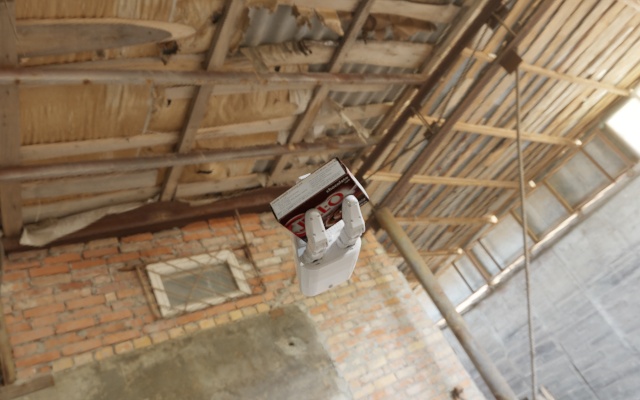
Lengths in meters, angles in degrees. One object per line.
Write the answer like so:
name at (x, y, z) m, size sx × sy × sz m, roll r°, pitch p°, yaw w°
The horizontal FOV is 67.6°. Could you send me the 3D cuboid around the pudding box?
pudding box at (0.000, 0.002, 0.643) m, size 0.113 × 0.039 × 0.090 m, roll -37°, pitch -32°, yaw 6°
